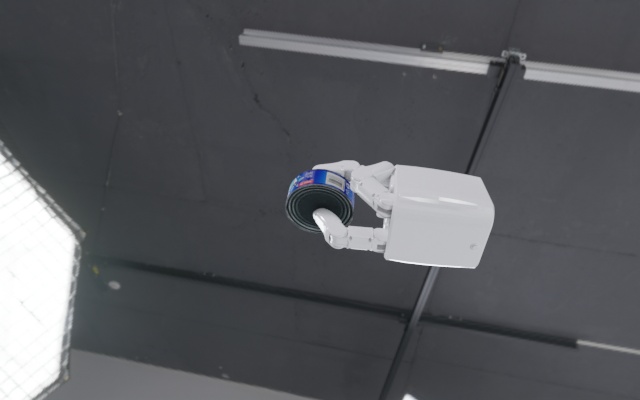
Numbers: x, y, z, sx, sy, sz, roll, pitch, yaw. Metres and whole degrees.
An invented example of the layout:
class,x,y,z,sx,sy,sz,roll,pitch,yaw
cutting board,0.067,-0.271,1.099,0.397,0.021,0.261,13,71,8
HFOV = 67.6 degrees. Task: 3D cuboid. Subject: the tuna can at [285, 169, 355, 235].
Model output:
class,x,y,z,sx,sy,sz,roll,pitch,yaw
tuna can,0.000,0.002,0.602,0.086,0.086,0.033,0,43,8
